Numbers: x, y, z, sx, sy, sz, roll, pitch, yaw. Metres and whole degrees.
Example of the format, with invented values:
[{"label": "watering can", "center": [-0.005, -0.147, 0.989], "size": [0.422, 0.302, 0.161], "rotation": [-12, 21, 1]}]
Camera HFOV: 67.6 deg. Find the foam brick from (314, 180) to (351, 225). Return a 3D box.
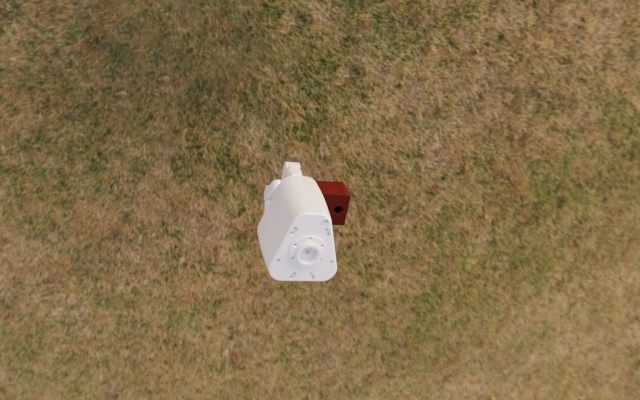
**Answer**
[{"label": "foam brick", "center": [0.000, 0.002, 0.730], "size": [0.078, 0.053, 0.051], "rotation": [3, 25, -16]}]
